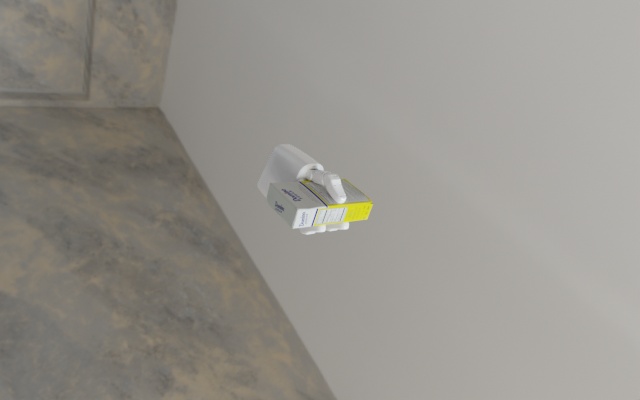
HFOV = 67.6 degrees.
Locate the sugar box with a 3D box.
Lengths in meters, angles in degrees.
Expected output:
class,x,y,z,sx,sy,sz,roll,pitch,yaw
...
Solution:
class,x,y,z,sx,sy,sz,roll,pitch,yaw
sugar box,0.000,0.003,0.860,0.176,0.048,0.093,-7,35,-37
